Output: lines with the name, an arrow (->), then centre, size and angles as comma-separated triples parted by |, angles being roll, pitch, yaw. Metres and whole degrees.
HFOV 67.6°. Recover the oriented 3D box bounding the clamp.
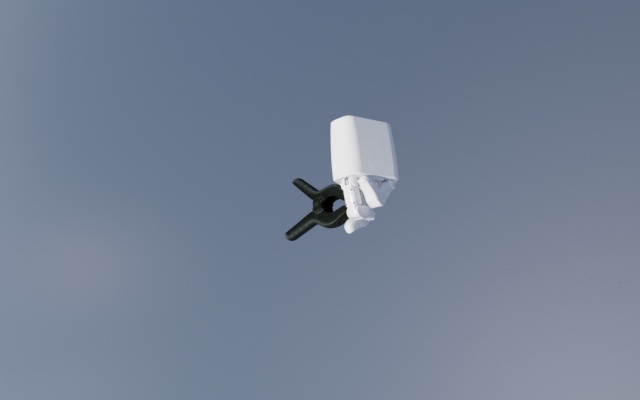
clamp -> 0.000, 0.003, 0.865 | 0.171, 0.120, 0.039 | -15, -18, 37
